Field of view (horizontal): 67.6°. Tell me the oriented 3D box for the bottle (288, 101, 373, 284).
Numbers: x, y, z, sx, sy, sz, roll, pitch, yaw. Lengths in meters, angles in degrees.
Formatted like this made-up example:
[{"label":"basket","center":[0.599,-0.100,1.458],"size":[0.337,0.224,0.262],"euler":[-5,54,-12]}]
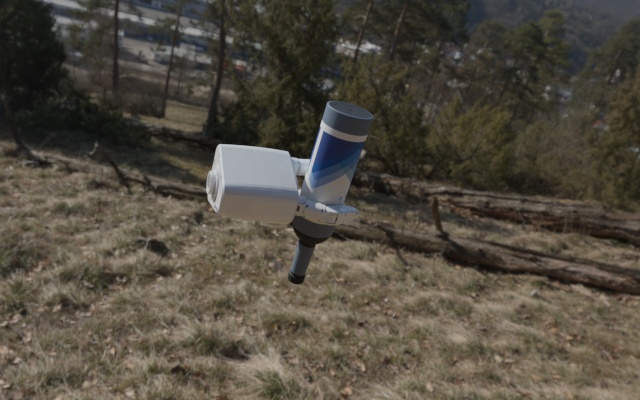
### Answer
[{"label":"bottle","center":[0.000,0.002,0.716],"size":[0.069,0.296,0.069],"euler":[15,26,-7]}]
